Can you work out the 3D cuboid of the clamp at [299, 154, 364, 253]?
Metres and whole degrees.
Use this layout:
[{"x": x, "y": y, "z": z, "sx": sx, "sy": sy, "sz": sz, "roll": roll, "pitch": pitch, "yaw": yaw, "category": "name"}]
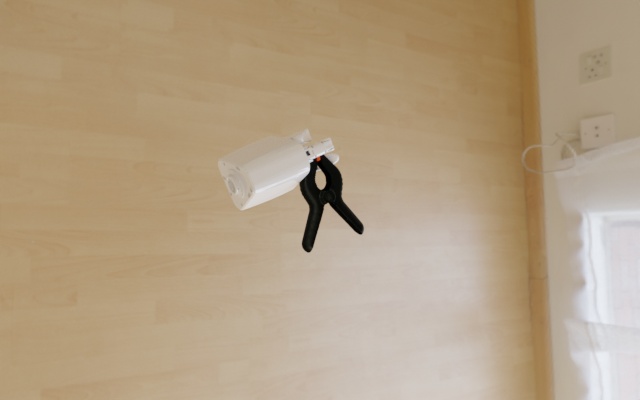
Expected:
[{"x": 0.000, "y": 0.002, "z": 0.815, "sx": 0.120, "sy": 0.171, "sz": 0.039, "roll": -27, "pitch": 10, "yaw": -30, "category": "clamp"}]
